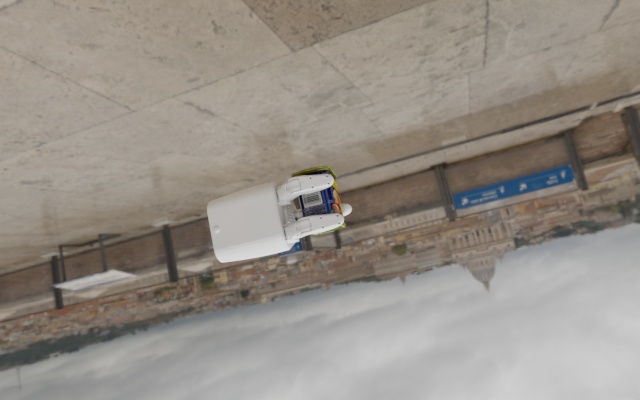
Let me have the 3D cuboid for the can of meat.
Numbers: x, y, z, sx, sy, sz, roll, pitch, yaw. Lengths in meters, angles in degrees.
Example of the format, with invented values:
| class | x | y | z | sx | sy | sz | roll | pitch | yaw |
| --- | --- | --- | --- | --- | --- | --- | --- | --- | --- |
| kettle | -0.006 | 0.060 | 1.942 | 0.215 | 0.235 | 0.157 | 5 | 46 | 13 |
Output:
| class | x | y | z | sx | sy | sz | roll | pitch | yaw |
| --- | --- | --- | --- | --- | --- | --- | --- | --- | --- |
| can of meat | 0.000 | 0.003 | 0.694 | 0.057 | 0.084 | 0.102 | -13 | -10 | 7 |
